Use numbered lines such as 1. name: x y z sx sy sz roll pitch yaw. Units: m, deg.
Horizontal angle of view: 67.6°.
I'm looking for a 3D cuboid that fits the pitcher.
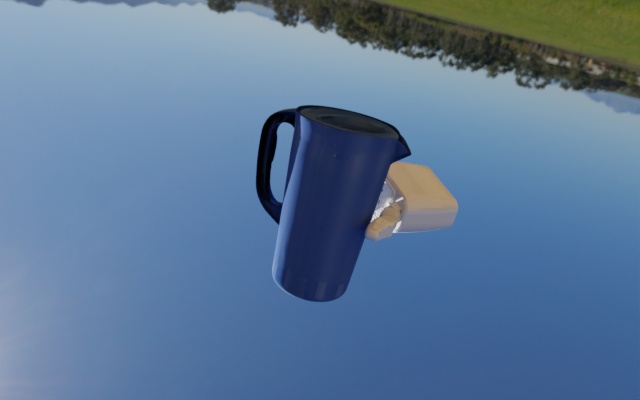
1. pitcher: 0.000 0.002 0.625 0.145 0.243 0.149 -1 25 -34
